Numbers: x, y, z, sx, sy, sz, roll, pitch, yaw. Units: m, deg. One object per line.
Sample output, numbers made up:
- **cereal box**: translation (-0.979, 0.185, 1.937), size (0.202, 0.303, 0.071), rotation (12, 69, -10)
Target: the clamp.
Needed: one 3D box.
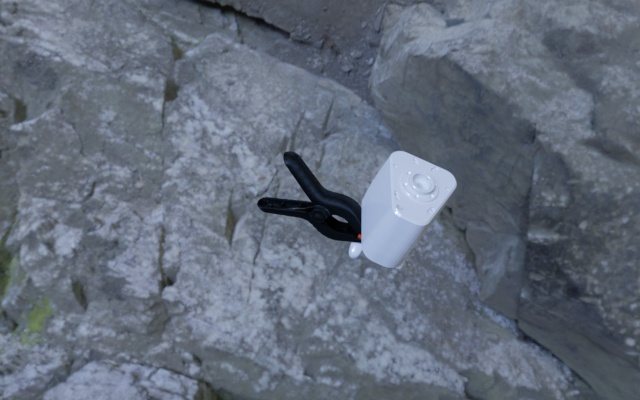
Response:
- **clamp**: translation (0.000, 0.003, 0.669), size (0.171, 0.039, 0.120), rotation (22, -40, -1)
